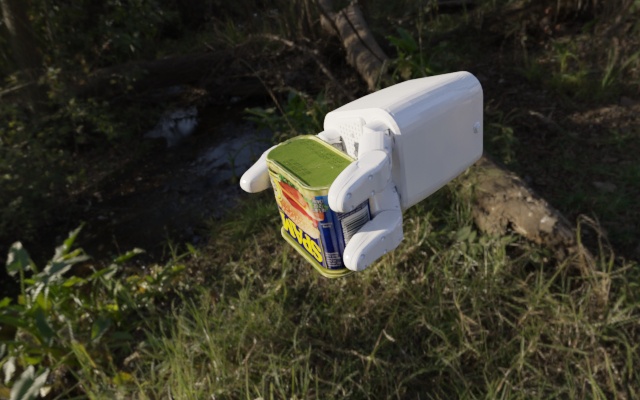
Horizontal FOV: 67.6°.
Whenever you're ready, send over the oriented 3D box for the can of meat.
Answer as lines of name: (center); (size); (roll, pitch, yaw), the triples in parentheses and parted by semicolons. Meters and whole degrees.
can of meat: (0.000, 0.001, 0.400); (0.057, 0.084, 0.102); (-26, 35, -21)
